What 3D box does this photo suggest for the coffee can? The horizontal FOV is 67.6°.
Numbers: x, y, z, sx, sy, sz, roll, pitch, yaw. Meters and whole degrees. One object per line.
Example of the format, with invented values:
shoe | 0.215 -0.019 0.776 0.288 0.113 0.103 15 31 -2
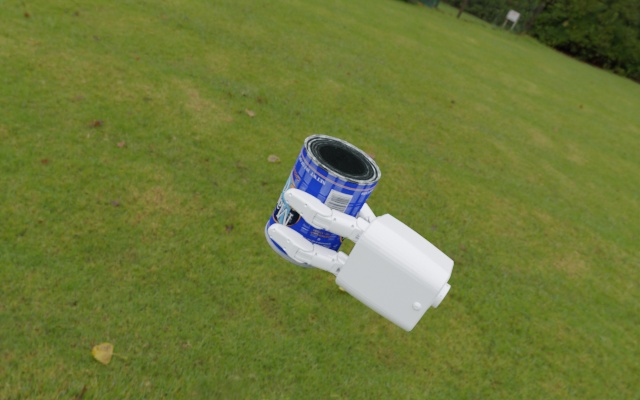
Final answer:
coffee can | 0.000 0.002 0.614 0.103 0.140 0.102 20 30 -12
